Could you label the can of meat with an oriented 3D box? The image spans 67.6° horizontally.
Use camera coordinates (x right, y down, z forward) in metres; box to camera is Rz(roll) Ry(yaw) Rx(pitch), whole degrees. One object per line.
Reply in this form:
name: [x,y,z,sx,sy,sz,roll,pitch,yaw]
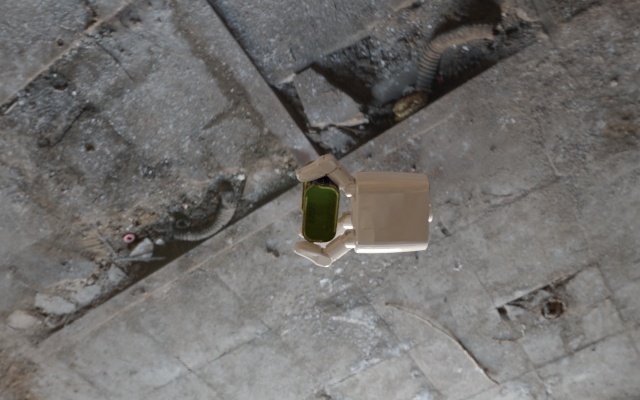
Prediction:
can of meat: [0.000,0.002,0.724,0.057,0.102,0.084,3,28,-2]
